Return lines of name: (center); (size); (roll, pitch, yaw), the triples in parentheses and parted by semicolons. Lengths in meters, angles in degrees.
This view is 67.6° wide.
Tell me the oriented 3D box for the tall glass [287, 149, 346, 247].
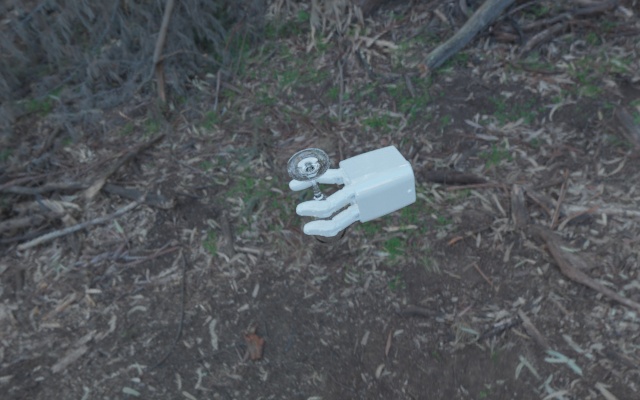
tall glass: (0.000, 0.002, 0.864); (0.079, 0.079, 0.201); (0, -39, 15)
